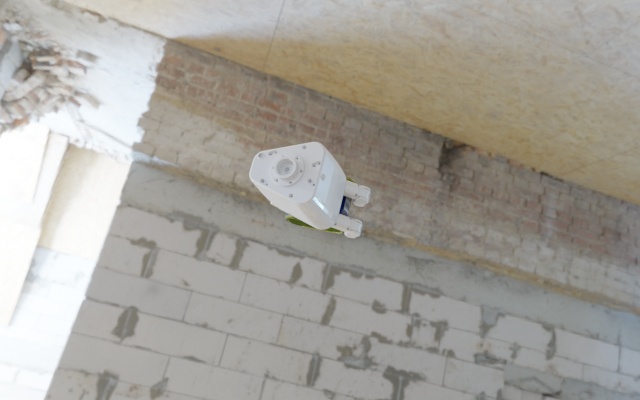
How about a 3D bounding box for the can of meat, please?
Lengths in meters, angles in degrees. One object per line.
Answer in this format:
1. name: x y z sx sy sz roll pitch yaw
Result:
1. can of meat: 0.000 0.003 0.780 0.102 0.084 0.057 9 -16 17
